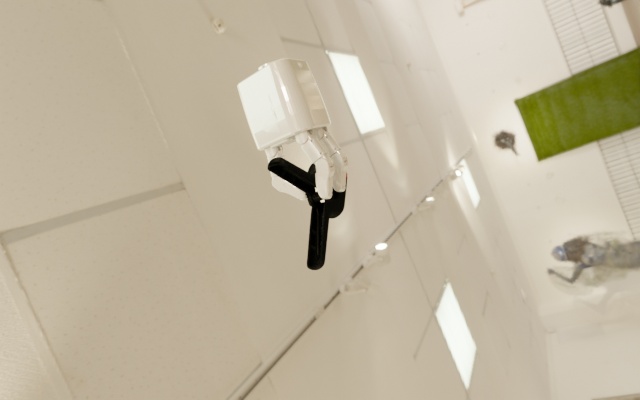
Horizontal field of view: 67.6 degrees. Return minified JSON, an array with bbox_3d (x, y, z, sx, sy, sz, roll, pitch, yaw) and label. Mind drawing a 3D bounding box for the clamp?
[{"bbox_3d":[0.000,0.002,0.724,0.036,0.164,0.210,-15,6,25],"label":"clamp"}]
